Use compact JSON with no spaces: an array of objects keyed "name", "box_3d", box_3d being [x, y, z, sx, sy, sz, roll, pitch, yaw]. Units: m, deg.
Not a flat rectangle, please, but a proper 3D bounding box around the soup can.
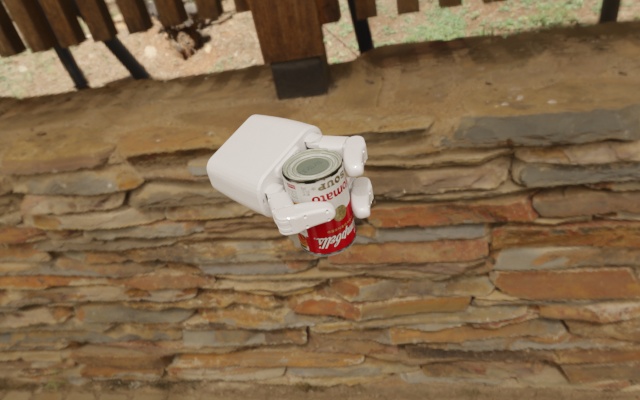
[{"name":"soup can","box_3d":[0.000,0.002,0.529,0.068,0.102,0.068,-9,34,6]}]
